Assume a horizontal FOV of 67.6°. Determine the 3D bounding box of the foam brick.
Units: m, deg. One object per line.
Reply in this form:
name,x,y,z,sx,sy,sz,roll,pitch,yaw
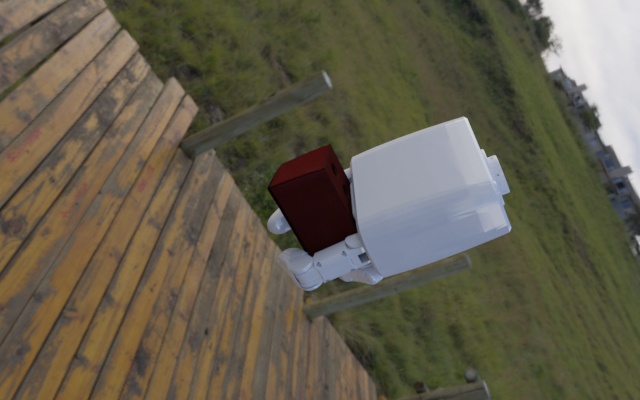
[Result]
foam brick,0.000,0.001,0.406,0.051,0.078,0.053,-21,24,19
